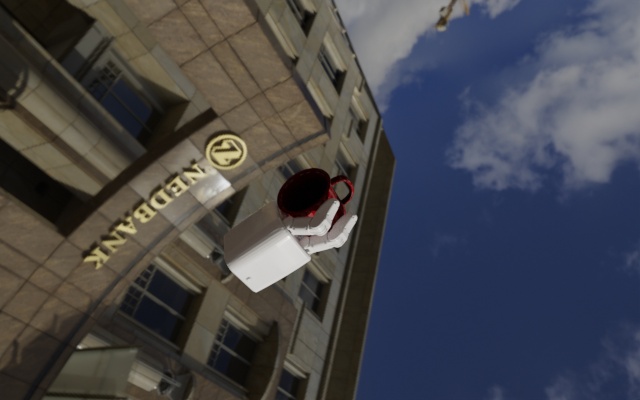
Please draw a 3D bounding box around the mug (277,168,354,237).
[{"bbox_3d":[0.001,0.002,0.764,0.117,0.081,0.093,-32,42,3],"label":"mug"}]
